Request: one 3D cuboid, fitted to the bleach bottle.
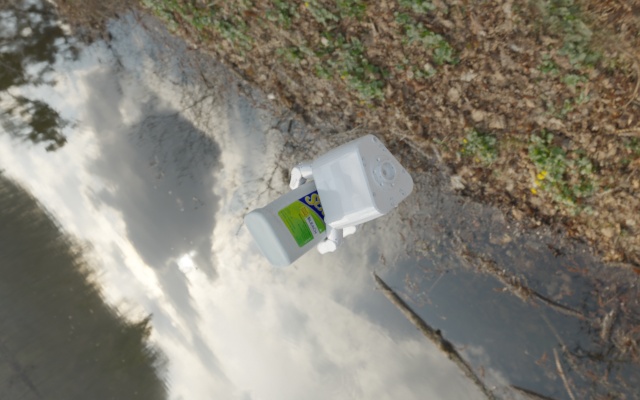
[{"bbox_3d":[0.000,0.003,0.782,0.250,0.102,0.068,-37,11,-36],"label":"bleach bottle"}]
